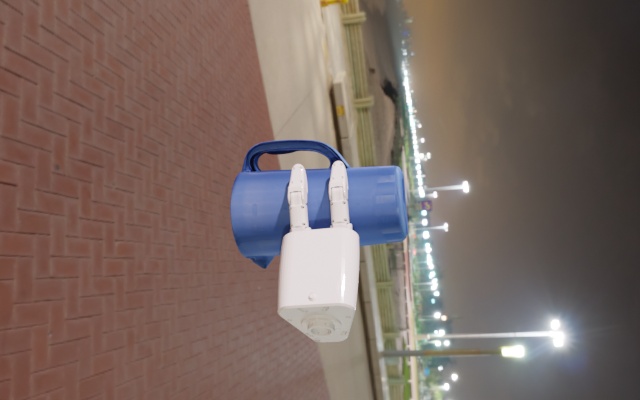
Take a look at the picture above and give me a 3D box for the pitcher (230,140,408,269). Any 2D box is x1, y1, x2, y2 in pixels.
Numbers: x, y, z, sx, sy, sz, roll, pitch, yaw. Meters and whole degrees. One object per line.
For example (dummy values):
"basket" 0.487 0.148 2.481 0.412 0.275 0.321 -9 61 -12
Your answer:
"pitcher" 0.000 0.002 0.694 0.243 0.145 0.149 -5 -40 11
